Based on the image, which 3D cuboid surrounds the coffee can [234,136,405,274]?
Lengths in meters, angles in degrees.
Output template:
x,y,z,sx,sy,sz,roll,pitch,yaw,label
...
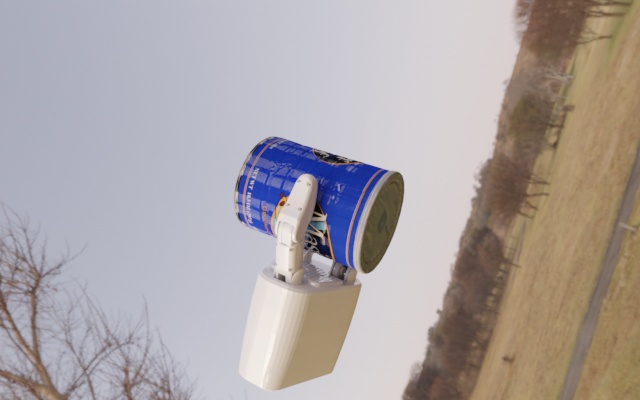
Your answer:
x,y,z,sx,sy,sz,roll,pitch,yaw,label
0.000,0.001,0.483,0.140,0.103,0.103,19,8,24,coffee can
